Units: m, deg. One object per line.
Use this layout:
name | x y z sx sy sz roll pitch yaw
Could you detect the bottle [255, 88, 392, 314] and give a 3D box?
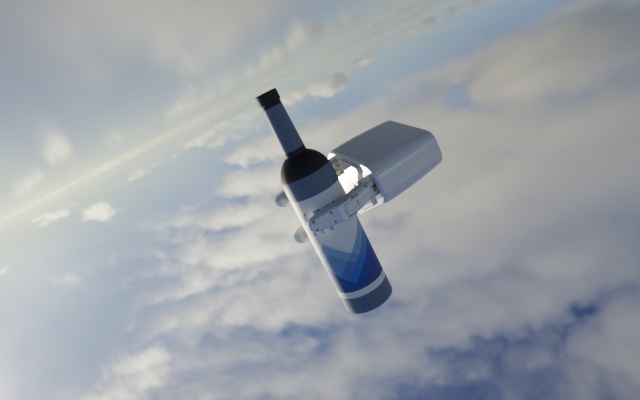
bottle | 0.000 0.002 0.592 0.069 0.296 0.069 -25 15 7
